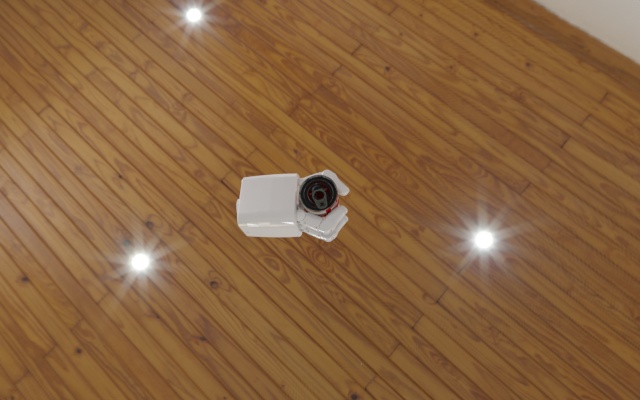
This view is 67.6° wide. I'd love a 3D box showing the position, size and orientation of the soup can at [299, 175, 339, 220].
[{"bbox_3d":[0.001,0.003,0.875,0.068,0.068,0.102,0,-19,5],"label":"soup can"}]
